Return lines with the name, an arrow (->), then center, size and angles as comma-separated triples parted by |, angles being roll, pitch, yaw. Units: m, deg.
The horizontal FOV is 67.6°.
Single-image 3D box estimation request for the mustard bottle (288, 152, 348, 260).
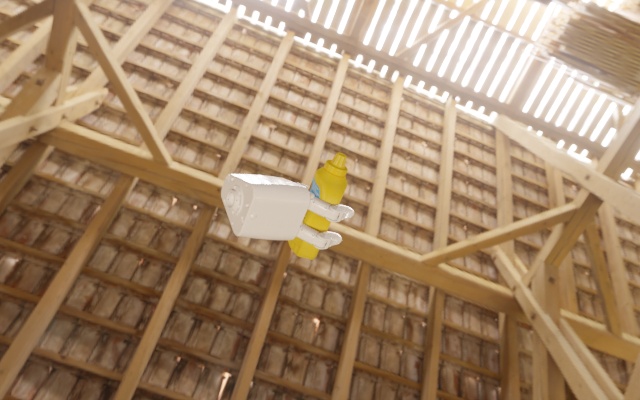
mustard bottle -> 0.000, 0.003, 0.850 | 0.058, 0.192, 0.096 | 17, 22, -16
